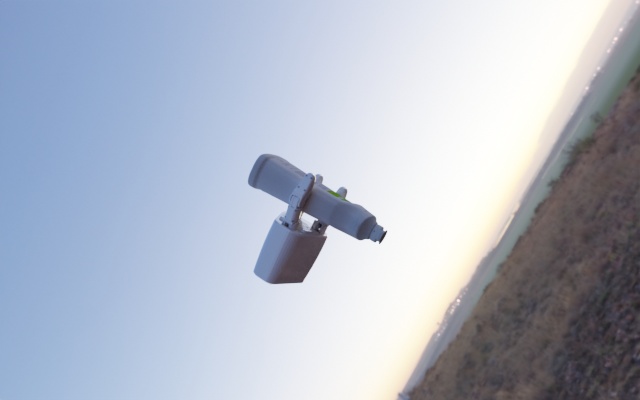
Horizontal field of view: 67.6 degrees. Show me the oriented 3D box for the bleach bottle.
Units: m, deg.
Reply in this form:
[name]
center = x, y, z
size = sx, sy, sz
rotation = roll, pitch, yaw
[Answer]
[bleach bottle]
center = 0.000, 0.003, 0.836
size = 0.251, 0.068, 0.102
rotation = 30, 12, 19
